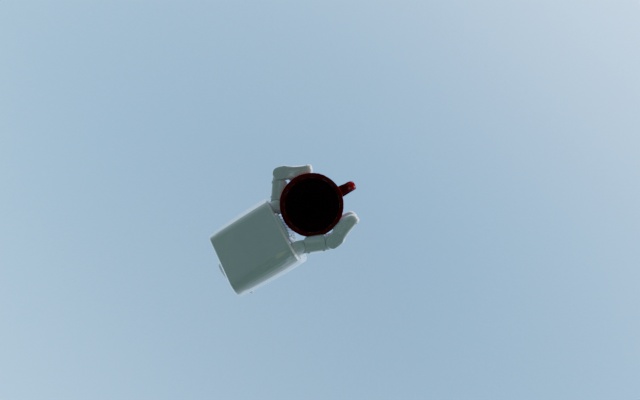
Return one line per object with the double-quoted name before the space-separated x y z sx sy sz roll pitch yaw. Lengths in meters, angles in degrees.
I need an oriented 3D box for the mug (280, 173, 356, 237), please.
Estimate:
"mug" 0.001 0.002 0.725 0.117 0.093 0.081 -30 -5 2
